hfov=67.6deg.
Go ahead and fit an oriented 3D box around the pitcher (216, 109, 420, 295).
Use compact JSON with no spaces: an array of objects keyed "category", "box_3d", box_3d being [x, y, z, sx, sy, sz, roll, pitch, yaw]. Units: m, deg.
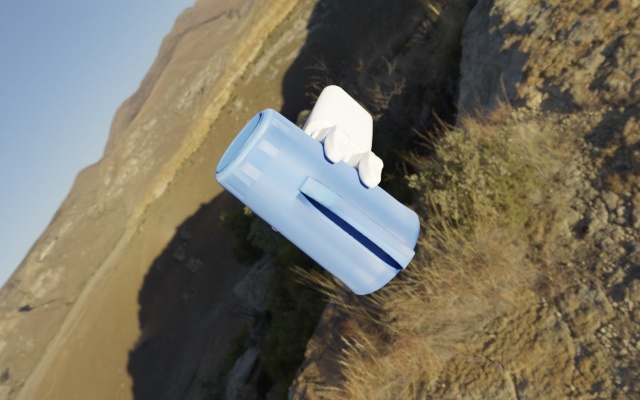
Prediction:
[{"category":"pitcher","box_3d":[0.000,0.002,0.584,0.243,0.145,0.149,37,-50,-20]}]
